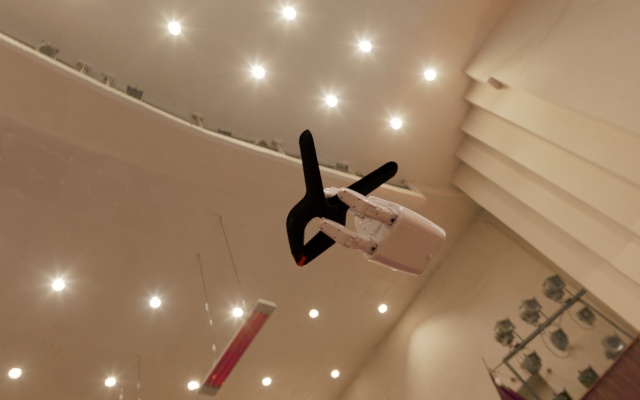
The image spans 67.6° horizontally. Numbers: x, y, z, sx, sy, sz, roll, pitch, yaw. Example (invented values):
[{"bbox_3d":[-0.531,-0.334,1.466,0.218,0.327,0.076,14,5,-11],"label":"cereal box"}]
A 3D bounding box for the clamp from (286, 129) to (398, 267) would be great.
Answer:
[{"bbox_3d":[0.000,0.002,0.708,0.164,0.210,0.036,24,17,-29],"label":"clamp"}]
